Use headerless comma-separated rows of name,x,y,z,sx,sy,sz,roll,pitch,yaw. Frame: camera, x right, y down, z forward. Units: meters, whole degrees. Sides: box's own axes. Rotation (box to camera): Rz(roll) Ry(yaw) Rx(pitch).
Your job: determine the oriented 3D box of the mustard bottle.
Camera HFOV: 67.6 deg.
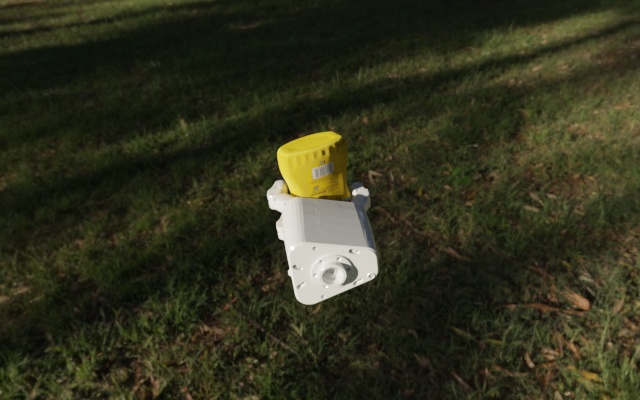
mustard bottle,0.000,0.002,0.698,0.096,0.192,0.058,-22,31,-22
